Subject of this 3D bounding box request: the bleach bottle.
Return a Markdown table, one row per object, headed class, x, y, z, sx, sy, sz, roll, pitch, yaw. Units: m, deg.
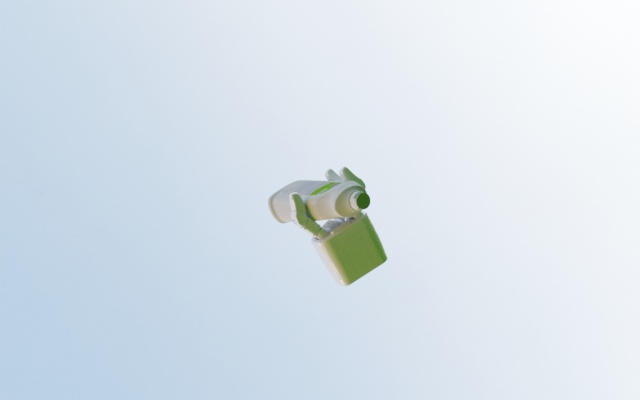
| class | x | y | z | sx | sy | sz | roll | pitch | yaw |
| --- | --- | --- | --- | --- | --- | --- | --- | --- | --- |
| bleach bottle | 0.000 | 0.003 | 0.881 | 0.102 | 0.068 | 0.251 | -35 | 18 | -25 |
